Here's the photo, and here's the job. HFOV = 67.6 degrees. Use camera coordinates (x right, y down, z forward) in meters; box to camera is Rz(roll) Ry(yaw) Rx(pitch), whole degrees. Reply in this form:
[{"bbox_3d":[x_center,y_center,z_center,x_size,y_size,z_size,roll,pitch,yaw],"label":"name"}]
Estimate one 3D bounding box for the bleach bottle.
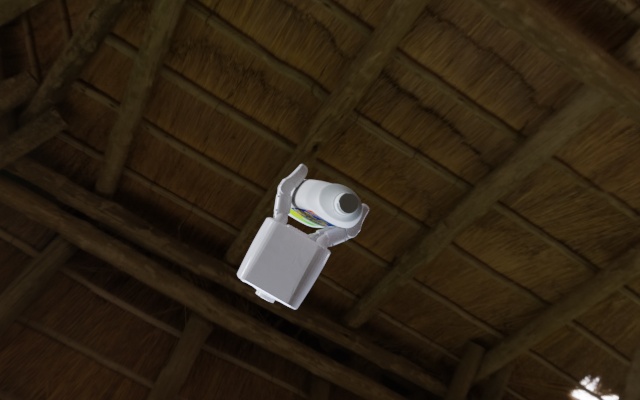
[{"bbox_3d":[0.000,0.003,0.759,0.102,0.068,0.251,32,-9,-11],"label":"bleach bottle"}]
